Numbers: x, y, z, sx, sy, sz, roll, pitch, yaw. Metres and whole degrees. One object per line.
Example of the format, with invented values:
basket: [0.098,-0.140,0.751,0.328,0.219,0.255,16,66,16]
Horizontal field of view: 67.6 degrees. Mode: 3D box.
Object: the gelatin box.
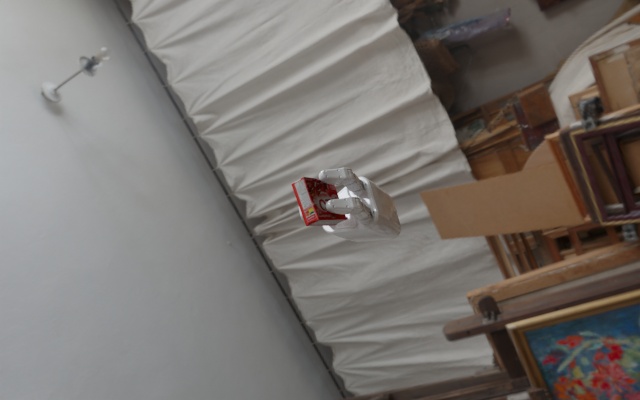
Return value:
gelatin box: [0.000,0.003,0.766,0.030,0.073,0.089,-28,-17,30]
